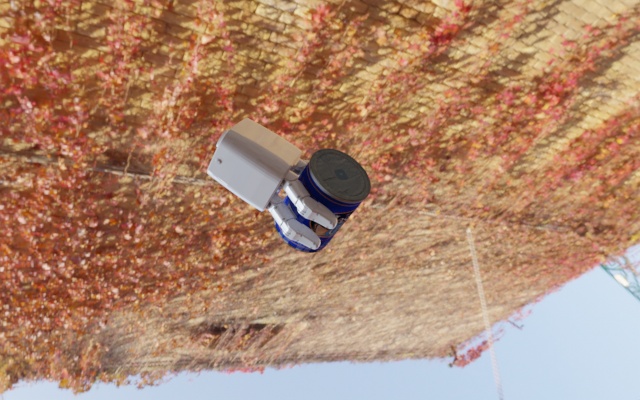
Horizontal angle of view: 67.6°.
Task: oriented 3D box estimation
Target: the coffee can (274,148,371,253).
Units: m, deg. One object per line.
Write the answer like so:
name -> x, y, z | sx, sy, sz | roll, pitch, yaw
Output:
coffee can -> 0.000, 0.002, 0.752 | 0.103, 0.102, 0.140 | 0, -38, -34
